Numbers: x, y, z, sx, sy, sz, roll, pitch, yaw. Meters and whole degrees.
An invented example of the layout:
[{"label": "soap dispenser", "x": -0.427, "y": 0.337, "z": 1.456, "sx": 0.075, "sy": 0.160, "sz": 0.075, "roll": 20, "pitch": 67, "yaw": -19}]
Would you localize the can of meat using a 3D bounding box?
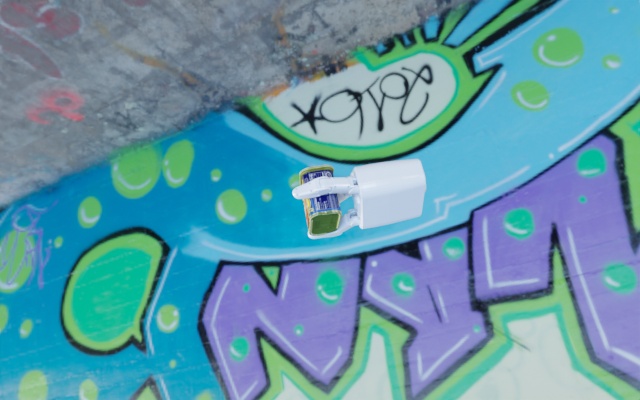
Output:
[{"label": "can of meat", "x": 0.000, "y": 0.003, "z": 0.791, "sx": 0.057, "sy": 0.084, "sz": 0.102, "roll": -9, "pitch": -23, "yaw": -6}]
